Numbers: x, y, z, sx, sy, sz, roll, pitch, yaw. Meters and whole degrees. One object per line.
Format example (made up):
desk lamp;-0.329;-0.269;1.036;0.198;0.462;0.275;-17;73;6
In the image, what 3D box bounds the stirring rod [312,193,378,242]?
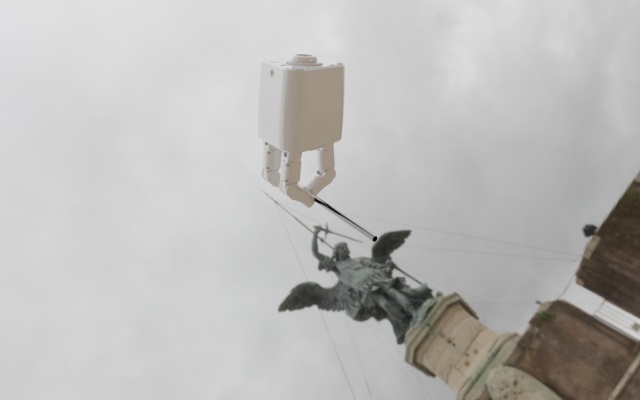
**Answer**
stirring rod;0.000;0.002;0.666;0.011;0.011;0.239;0;22;-36
